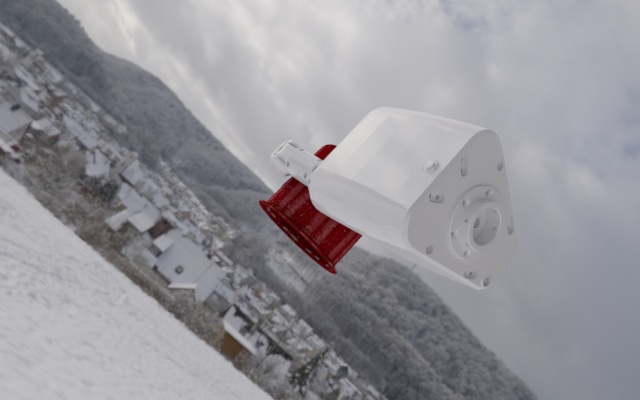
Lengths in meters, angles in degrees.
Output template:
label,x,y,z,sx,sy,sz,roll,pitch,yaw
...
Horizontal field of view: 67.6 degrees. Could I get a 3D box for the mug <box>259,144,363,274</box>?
label,x,y,z,sx,sy,sz,roll,pitch,yaw
mug,0.000,0.001,0.438,0.093,0.081,0.117,51,-13,-33
